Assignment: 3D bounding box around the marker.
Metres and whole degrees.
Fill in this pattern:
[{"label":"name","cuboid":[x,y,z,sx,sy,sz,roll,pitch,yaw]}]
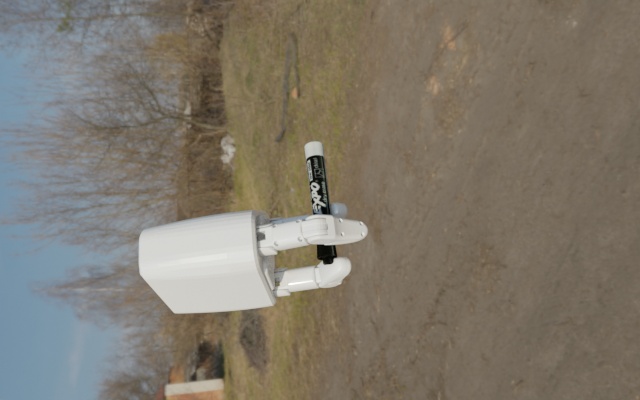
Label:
[{"label":"marker","cuboid":[0.000,0.001,0.455,0.020,0.121,0.020,-6,-19,-2]}]
